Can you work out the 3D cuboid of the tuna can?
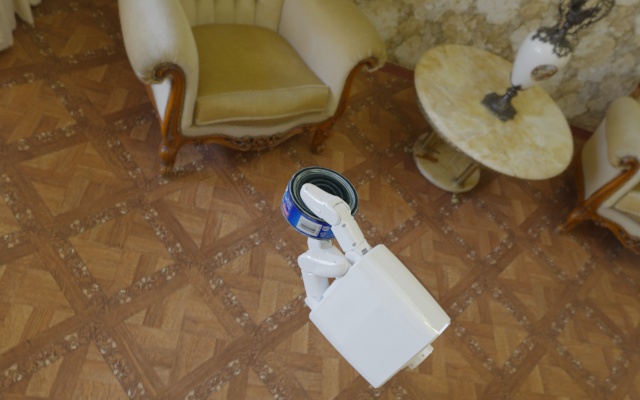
[{"bbox_3d":[0.000,0.001,0.551,0.086,0.086,0.034,0,-39,-22],"label":"tuna can"}]
